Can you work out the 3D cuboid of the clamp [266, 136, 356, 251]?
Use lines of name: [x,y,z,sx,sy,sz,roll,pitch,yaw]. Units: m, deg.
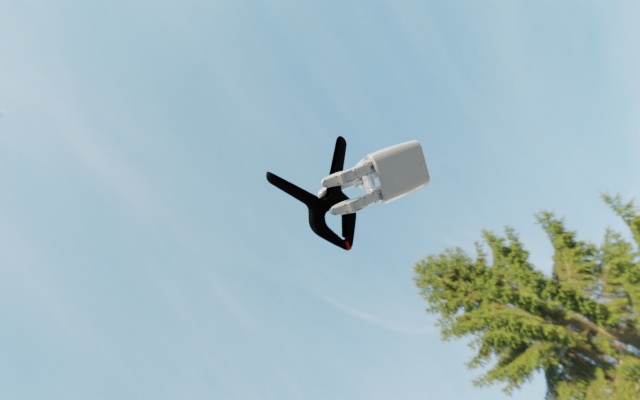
clamp: [0.000,0.003,0.892,0.164,0.210,0.036,-21,12,-15]
